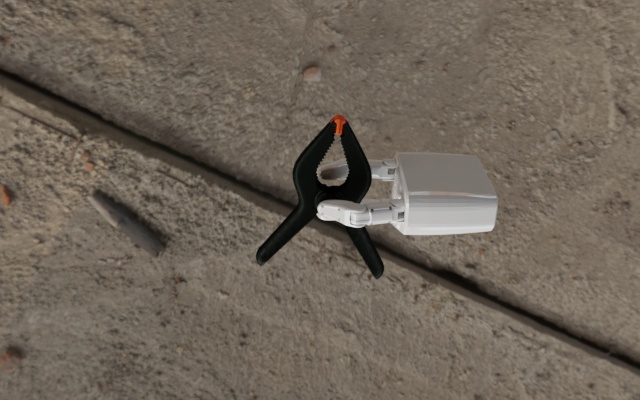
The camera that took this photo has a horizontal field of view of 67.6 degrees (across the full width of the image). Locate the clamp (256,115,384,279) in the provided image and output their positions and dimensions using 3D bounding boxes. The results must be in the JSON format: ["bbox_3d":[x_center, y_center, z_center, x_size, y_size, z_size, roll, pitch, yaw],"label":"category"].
[{"bbox_3d":[0.000,0.002,0.583,0.164,0.210,0.036,0,21,-1],"label":"clamp"}]
